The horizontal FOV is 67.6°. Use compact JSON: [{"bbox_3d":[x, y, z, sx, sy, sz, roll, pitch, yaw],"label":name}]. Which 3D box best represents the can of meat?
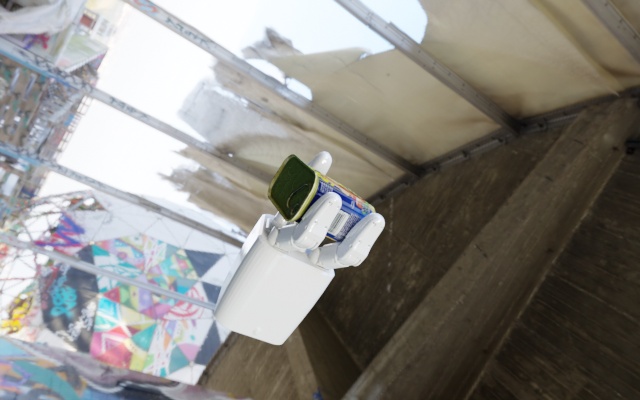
[{"bbox_3d":[0.000,0.002,0.518,0.084,0.057,0.102,28,7,-27],"label":"can of meat"}]
